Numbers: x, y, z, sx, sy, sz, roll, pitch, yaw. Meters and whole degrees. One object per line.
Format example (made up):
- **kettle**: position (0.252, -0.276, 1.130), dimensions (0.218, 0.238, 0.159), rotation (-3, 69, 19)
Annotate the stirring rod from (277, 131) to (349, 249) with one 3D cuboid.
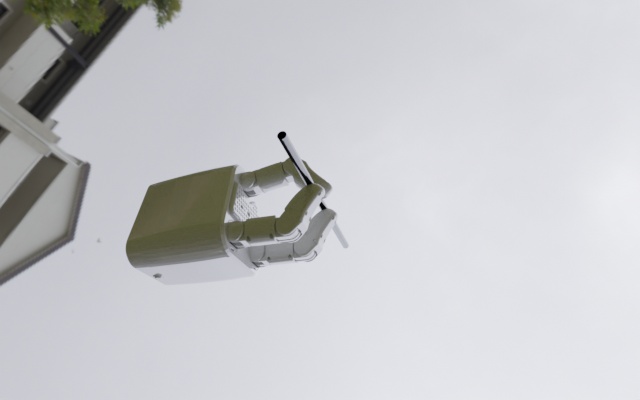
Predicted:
- **stirring rod**: position (0.000, 0.001, 0.485), dimensions (0.011, 0.011, 0.240), rotation (0, -27, 17)
